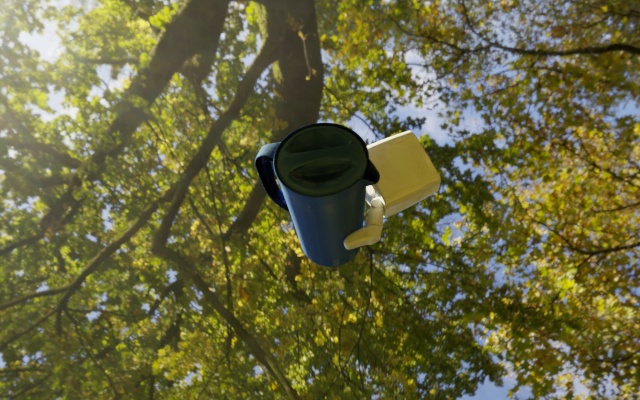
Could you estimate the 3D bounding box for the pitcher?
[{"bbox_3d":[0.000,0.002,0.754,0.145,0.149,0.243,-25,-33,-12],"label":"pitcher"}]
